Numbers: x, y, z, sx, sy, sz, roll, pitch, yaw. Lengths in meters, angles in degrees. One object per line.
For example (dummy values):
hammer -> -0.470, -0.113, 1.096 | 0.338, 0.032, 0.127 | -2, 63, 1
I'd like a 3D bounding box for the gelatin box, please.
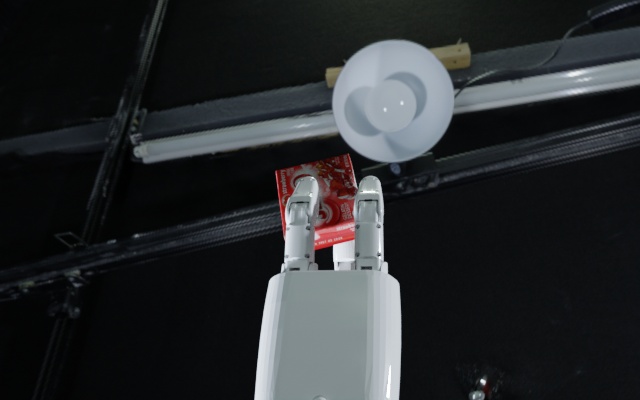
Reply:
gelatin box -> 0.000, 0.002, 0.439 | 0.073, 0.089, 0.030 | -13, -44, 3
